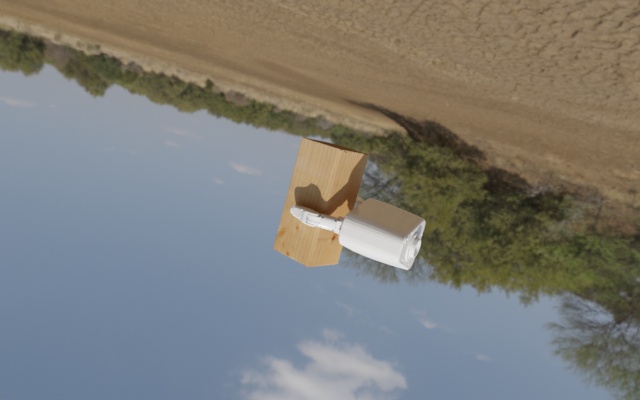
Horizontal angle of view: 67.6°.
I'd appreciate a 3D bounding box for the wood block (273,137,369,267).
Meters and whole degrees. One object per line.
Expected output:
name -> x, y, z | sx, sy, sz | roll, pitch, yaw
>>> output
wood block -> 0.000, 0.003, 0.844 | 0.090, 0.206, 0.091 | 22, 12, 37
